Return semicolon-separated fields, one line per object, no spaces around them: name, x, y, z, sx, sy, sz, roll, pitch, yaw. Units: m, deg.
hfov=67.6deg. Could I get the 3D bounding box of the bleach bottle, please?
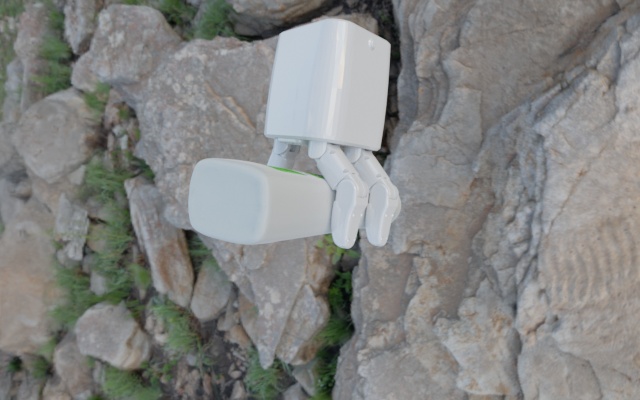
bleach bottle;0.000;0.002;0.484;0.102;0.068;0.251;10;6;38
